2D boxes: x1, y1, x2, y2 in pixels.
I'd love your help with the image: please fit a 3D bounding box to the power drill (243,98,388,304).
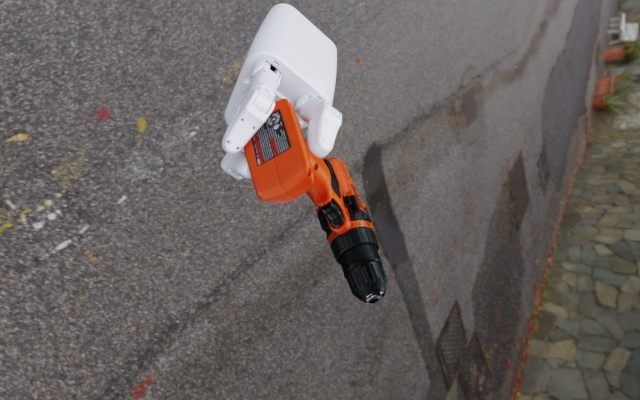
[{"bbox_3d":[0.000,0.001,0.480,0.057,0.184,0.188,-29,-35,11],"label":"power drill"}]
